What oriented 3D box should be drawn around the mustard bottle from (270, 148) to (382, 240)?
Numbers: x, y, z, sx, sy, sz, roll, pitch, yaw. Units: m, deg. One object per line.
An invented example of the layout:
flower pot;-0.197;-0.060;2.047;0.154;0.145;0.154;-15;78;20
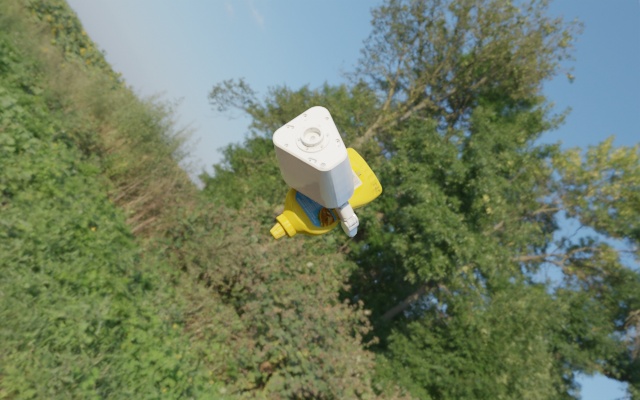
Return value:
mustard bottle;0.000;0.003;0.787;0.191;0.096;0.058;-35;-3;-12
